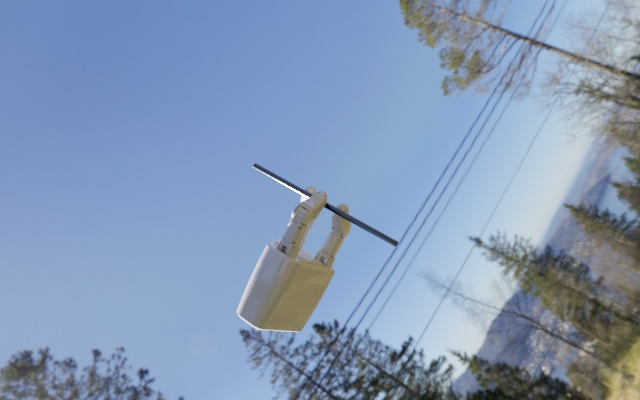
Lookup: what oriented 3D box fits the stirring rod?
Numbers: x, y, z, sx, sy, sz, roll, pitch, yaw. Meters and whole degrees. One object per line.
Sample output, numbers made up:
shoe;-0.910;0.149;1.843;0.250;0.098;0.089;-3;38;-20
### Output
stirring rod;0.000;0.002;0.654;0.239;0.011;0.011;29;12;23
